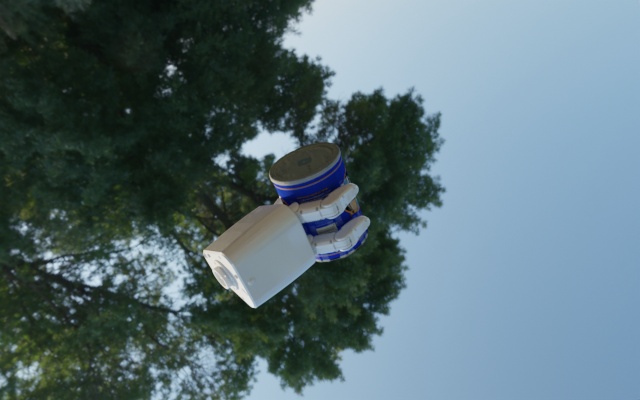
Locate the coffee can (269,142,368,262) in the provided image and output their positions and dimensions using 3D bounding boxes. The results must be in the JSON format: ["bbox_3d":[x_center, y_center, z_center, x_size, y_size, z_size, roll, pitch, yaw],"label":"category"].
[{"bbox_3d":[0.000,0.002,0.685,0.103,0.140,0.102,-17,29,10],"label":"coffee can"}]
